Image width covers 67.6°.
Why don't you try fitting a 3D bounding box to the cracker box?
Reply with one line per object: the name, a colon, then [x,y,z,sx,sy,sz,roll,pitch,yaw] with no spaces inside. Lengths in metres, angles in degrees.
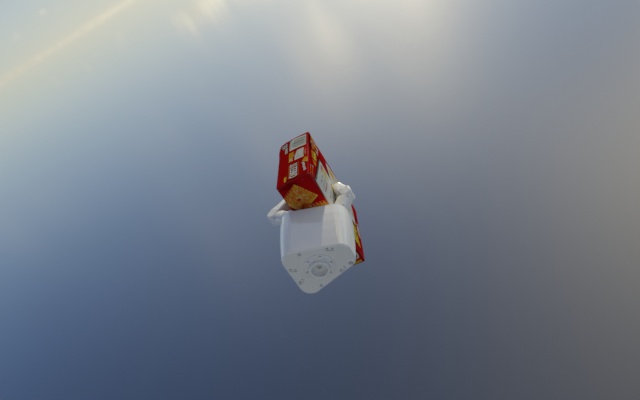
cracker box: [0.000,0.003,0.890,0.072,0.214,0.164,-25,31,13]
